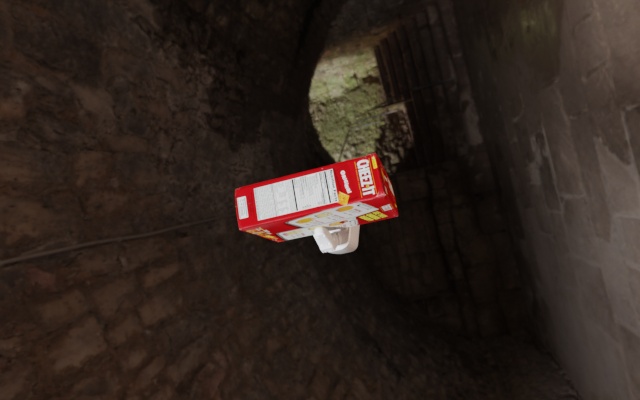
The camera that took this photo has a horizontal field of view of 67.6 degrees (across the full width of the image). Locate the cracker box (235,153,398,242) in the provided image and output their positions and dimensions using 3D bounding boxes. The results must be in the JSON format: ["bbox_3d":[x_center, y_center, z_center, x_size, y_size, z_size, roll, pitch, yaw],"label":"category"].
[{"bbox_3d":[0.000,0.003,0.730,0.214,0.072,0.164,-14,-14,12],"label":"cracker box"}]
